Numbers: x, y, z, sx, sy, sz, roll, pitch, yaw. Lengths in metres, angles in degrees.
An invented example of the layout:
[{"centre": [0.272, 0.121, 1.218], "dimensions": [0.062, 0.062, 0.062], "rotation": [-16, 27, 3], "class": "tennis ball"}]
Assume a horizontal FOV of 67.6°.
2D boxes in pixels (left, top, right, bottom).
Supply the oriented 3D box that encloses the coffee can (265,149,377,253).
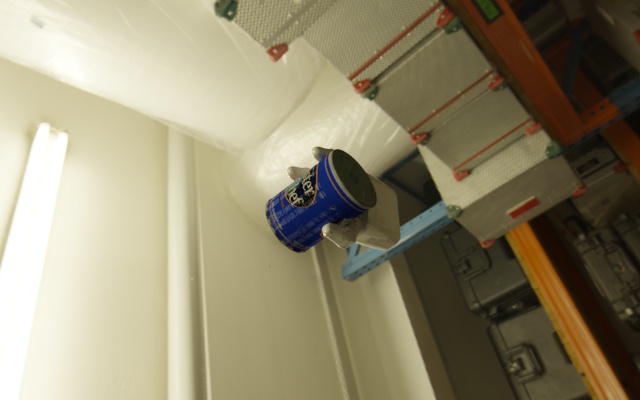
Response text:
[{"centre": [0.000, 0.002, 0.731], "dimensions": [0.140, 0.102, 0.103], "rotation": [-35, -18, 26], "class": "coffee can"}]
